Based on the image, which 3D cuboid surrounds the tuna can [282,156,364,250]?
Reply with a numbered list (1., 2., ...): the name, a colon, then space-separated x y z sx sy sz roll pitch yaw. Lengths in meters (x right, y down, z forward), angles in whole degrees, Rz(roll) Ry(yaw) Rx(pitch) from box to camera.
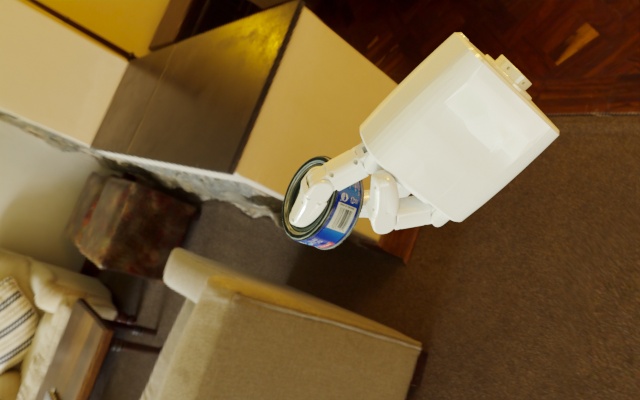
1. tuna can: 0.000 0.001 0.454 0.034 0.086 0.086 21 -12 -34
